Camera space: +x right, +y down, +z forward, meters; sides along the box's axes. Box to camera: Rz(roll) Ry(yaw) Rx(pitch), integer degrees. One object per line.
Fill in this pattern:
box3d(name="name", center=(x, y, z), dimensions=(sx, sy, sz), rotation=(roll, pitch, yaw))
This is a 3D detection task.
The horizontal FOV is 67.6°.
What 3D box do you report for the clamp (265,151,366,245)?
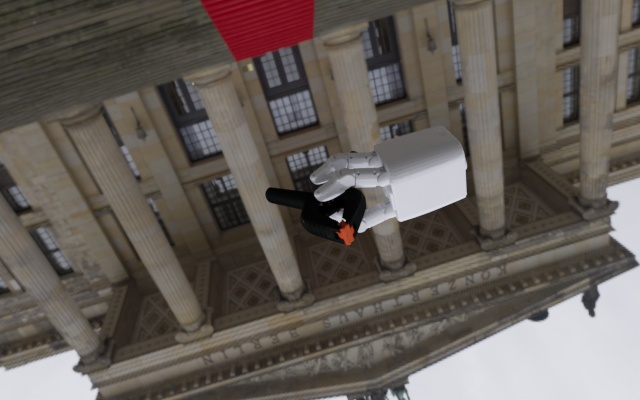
box3d(name="clamp", center=(0.001, 0.003, 0.690), dimensions=(0.164, 0.036, 0.210), rotation=(-22, 30, 4))
